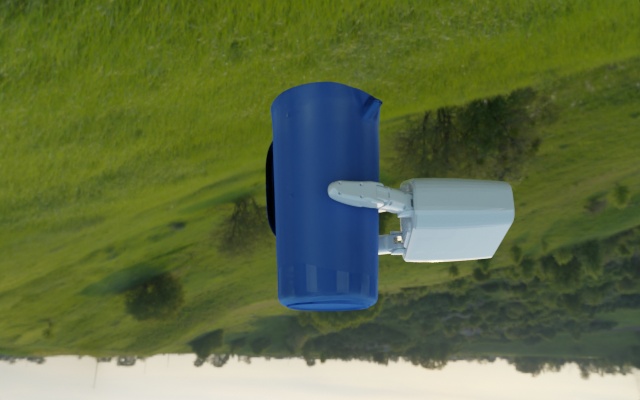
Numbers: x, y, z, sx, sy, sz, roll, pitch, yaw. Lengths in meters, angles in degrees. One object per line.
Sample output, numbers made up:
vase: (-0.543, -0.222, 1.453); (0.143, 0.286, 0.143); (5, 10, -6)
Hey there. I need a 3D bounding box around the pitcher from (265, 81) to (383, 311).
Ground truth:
pitcher: (0.000, 0.002, 0.555); (0.145, 0.242, 0.149); (0, -18, 0)
